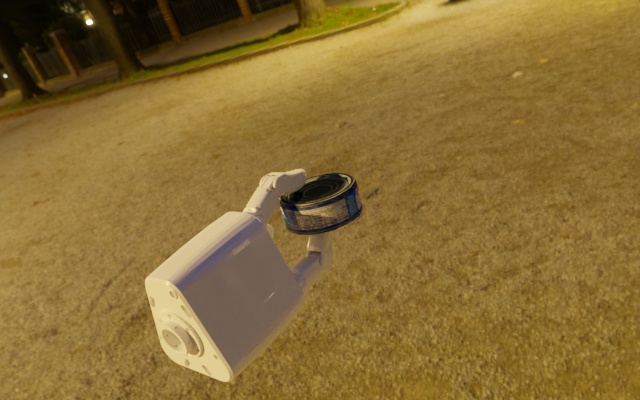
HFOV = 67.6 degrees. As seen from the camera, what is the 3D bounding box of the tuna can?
[{"bbox_3d":[0.000,0.001,0.506,0.086,0.034,0.086,-14,21,5],"label":"tuna can"}]
